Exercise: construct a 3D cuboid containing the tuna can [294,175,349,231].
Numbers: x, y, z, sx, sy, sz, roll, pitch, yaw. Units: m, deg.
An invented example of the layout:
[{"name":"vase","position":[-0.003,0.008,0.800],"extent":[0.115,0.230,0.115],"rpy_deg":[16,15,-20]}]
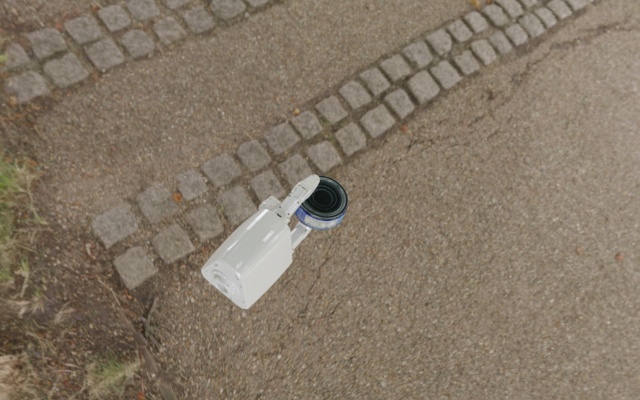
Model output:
[{"name":"tuna can","position":[0.000,0.002,0.752],"extent":[0.086,0.086,0.034],"rpy_deg":[0,-34,-17]}]
